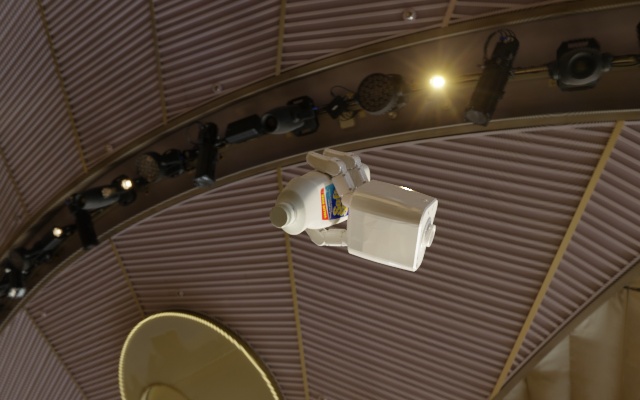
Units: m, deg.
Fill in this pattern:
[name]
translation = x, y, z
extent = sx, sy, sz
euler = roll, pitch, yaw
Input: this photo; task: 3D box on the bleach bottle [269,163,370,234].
[bleach bottle]
translation = 0.000, 0.002, 0.728
extent = 0.068, 0.102, 0.251
euler = 14, 19, 23
